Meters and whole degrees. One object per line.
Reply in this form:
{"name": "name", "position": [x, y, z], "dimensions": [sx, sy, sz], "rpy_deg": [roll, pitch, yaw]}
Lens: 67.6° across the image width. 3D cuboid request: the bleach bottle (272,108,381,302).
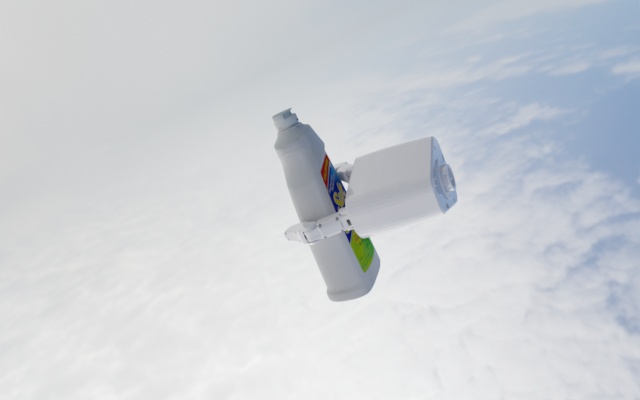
{"name": "bleach bottle", "position": [0.000, 0.002, 0.626], "dimensions": [0.068, 0.251, 0.102], "rpy_deg": [-17, 18, 26]}
